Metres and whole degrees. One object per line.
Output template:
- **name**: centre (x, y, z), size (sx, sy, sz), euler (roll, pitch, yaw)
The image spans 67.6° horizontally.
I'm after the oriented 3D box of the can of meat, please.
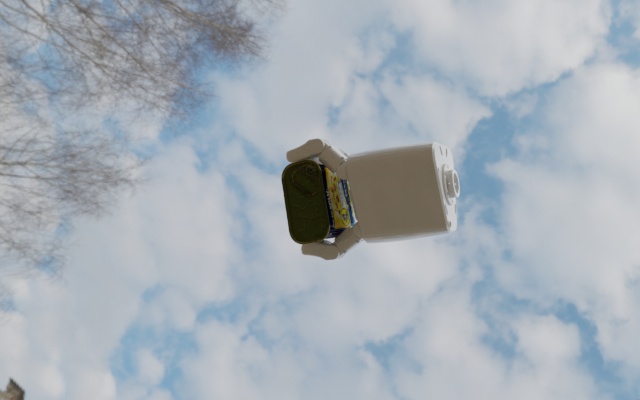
- **can of meat**: centre (0.000, 0.002, 0.618), size (0.057, 0.102, 0.084), euler (-12, -6, 28)
